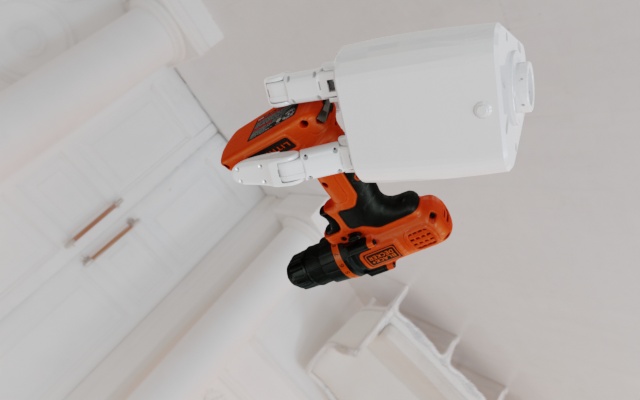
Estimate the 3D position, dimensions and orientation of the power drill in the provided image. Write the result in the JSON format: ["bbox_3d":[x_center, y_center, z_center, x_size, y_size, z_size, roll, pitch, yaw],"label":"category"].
[{"bbox_3d":[0.000,0.001,0.439,0.184,0.057,0.188,-27,-57,28],"label":"power drill"}]
